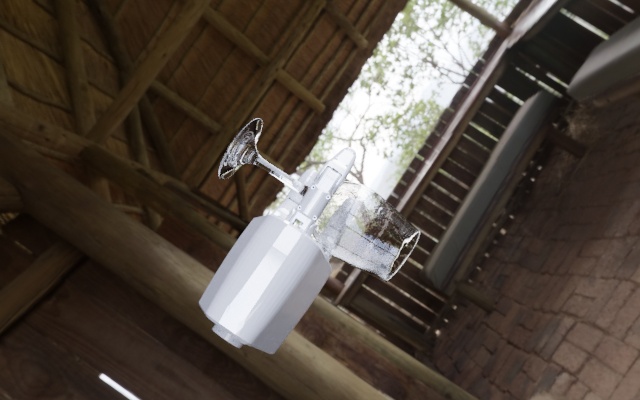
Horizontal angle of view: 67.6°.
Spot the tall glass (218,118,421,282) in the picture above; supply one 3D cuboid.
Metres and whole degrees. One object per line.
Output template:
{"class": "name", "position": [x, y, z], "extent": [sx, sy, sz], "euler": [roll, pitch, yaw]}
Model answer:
{"class": "tall glass", "position": [0.000, 0.001, 0.484], "extent": [0.201, 0.079, 0.079], "euler": [33, 3, 4]}
